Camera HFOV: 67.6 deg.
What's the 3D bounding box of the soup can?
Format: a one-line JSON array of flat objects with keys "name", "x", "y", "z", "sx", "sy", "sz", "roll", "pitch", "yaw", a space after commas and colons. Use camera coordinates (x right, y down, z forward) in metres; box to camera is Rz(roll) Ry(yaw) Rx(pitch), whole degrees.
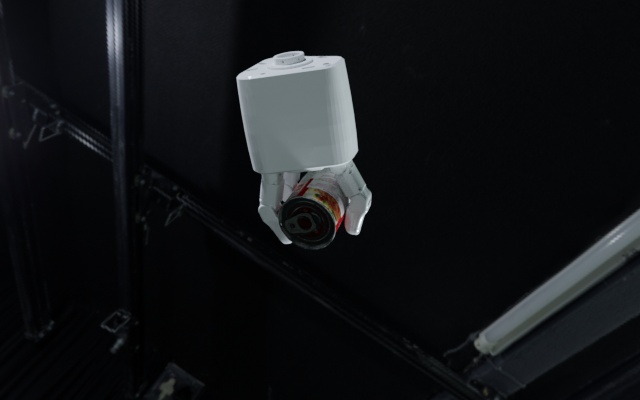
[{"name": "soup can", "x": 0.000, "y": 0.002, "z": 0.568, "sx": 0.068, "sy": 0.068, "sz": 0.102, "roll": 0, "pitch": 29, "yaw": 21}]
